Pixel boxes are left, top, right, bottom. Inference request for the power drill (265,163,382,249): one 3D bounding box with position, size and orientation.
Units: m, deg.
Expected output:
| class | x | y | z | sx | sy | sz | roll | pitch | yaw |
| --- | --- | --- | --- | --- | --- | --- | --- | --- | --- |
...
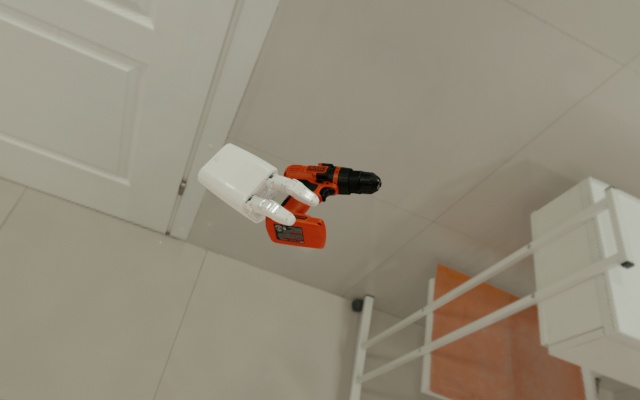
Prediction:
| class | x | y | z | sx | sy | sz | roll | pitch | yaw |
| --- | --- | --- | --- | --- | --- | --- | --- | --- | --- |
| power drill | 0.000 | 0.003 | 0.829 | 0.184 | 0.057 | 0.187 | 4 | 36 | 19 |
